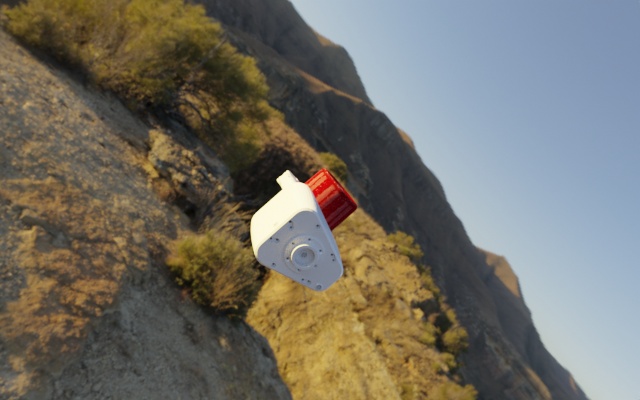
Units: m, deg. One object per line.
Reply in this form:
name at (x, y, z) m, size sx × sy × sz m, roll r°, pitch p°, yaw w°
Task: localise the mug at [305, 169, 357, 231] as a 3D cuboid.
mug at (0.000, 0.002, 0.742) m, size 0.081 × 0.093 × 0.117 m, roll -40°, pitch 19°, yaw 6°
